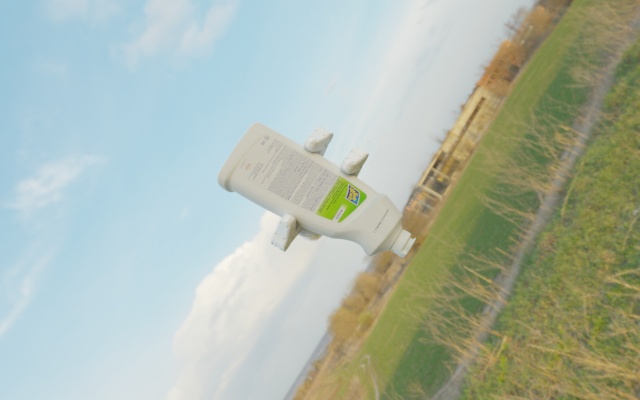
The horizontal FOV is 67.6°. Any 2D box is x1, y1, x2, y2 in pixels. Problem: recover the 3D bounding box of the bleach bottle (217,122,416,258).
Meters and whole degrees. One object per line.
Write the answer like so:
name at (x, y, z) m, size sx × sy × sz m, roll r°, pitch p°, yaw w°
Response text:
bleach bottle at (0.000, 0.002, 0.607) m, size 0.251 × 0.102 × 0.068 m, roll 31°, pitch -7°, yaw 9°
